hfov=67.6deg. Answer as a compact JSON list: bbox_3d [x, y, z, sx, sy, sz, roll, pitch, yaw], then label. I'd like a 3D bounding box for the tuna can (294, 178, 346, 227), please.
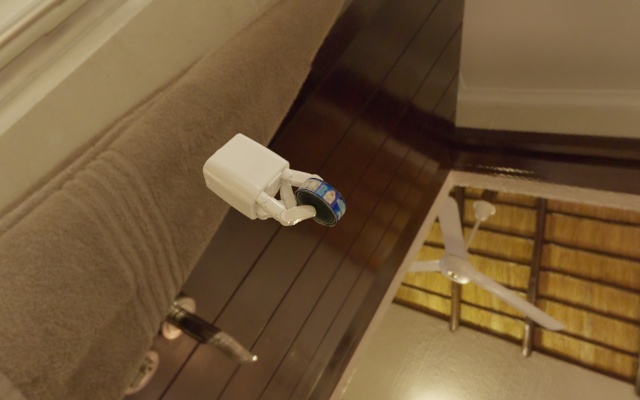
[{"bbox_3d":[0.001,0.002,0.793,0.086,0.033,0.086,32,-25,17],"label":"tuna can"}]
